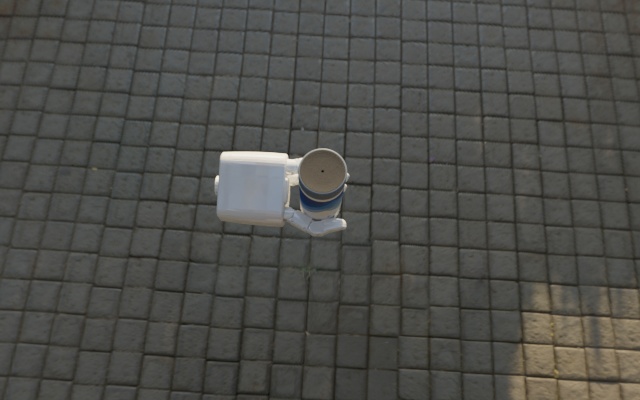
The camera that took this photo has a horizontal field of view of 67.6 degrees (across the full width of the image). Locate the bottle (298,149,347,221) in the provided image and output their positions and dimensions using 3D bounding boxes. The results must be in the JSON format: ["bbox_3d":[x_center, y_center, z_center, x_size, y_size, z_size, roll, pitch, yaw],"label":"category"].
[{"bbox_3d":[0.000,0.003,0.781,0.069,0.069,0.296,0,-17,-1],"label":"bottle"}]
